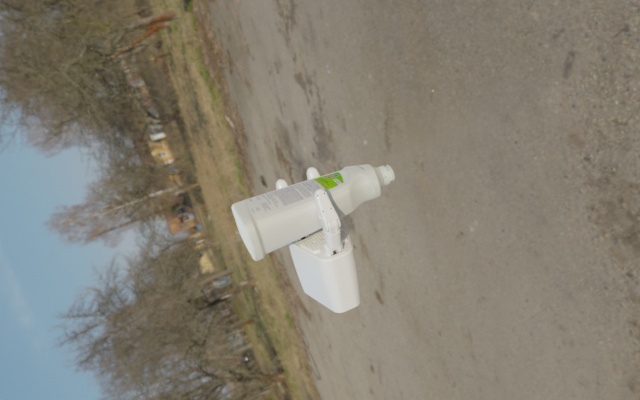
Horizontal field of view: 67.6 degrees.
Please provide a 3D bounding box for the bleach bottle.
[{"bbox_3d":[0.000,0.002,0.718,0.251,0.068,0.102,-20,30,-14],"label":"bleach bottle"}]
